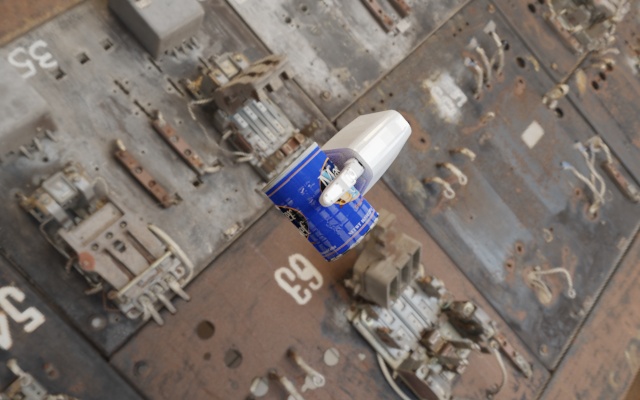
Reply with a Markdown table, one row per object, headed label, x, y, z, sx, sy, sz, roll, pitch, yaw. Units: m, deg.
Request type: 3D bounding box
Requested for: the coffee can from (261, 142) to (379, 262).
| label | x | y | z | sx | sy | sz | roll | pitch | yaw |
| --- | --- | --- | --- | --- | --- | --- | --- | --- | --- |
| coffee can | 0.000 | 0.002 | 0.683 | 0.103 | 0.140 | 0.103 | -41 | 7 | 6 |
